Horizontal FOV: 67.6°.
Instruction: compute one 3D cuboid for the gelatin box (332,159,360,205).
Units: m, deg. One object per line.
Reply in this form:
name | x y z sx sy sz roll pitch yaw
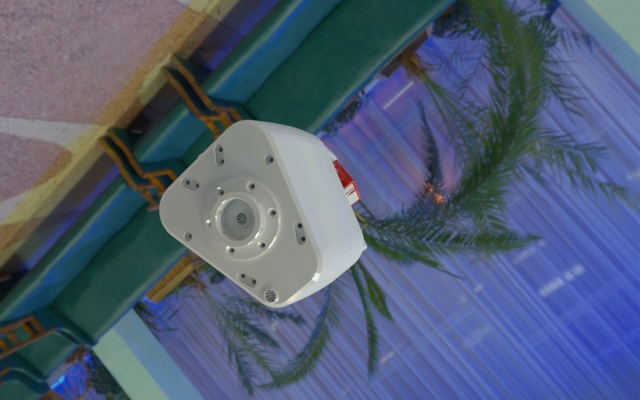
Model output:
gelatin box | 0.000 0.002 0.472 0.073 0.030 0.089 -39 -14 1
